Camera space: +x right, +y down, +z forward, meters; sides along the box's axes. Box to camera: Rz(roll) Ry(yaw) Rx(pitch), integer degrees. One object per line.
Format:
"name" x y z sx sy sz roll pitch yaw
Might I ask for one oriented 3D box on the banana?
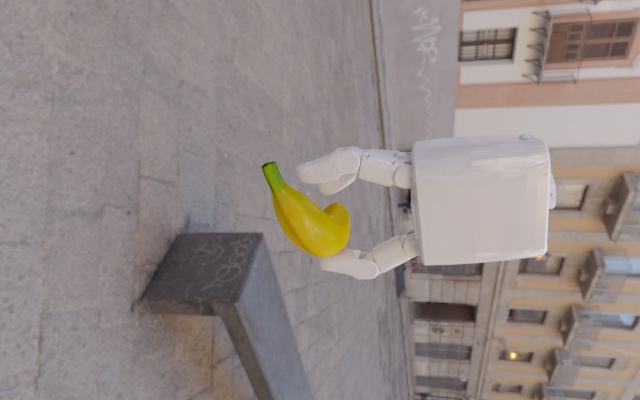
"banana" 0.001 0.019 0.440 0.037 0.069 0.198 -9 -13 14
